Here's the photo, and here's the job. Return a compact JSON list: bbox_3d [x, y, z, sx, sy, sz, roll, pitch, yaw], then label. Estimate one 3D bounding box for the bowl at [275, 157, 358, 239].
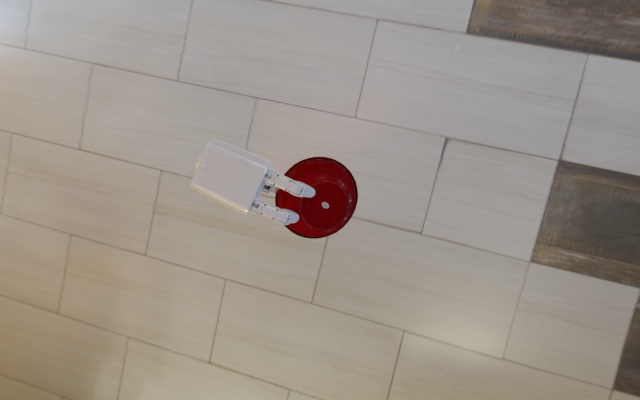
[{"bbox_3d":[0.002,0.003,0.881,0.162,0.162,0.055,0,16,-15],"label":"bowl"}]
